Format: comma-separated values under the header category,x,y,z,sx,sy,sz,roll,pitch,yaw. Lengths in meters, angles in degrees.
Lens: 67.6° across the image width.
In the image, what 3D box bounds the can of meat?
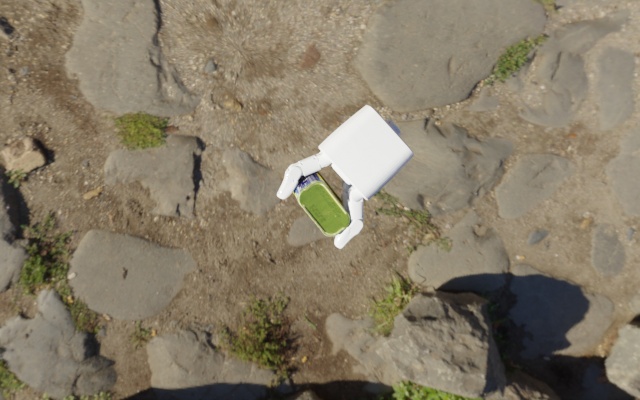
category,x,y,z,sx,sy,sz,roll,pitch,yaw
can of meat,0.000,0.003,0.786,0.057,0.102,0.084,-38,19,3
